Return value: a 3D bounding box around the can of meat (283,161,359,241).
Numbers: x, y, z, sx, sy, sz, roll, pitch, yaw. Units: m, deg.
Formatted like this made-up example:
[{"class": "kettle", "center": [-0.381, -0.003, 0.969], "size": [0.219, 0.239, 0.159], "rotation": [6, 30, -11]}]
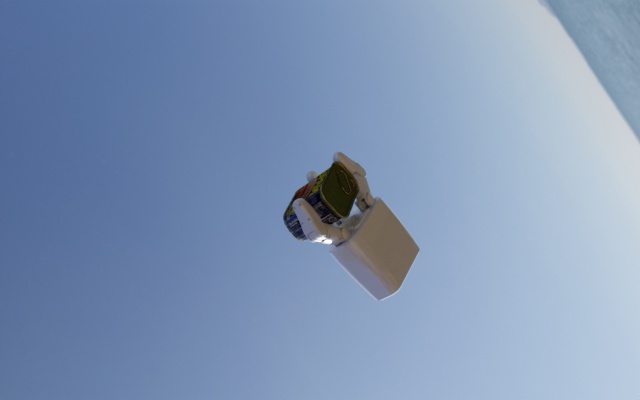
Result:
[{"class": "can of meat", "center": [0.000, 0.002, 0.687], "size": [0.084, 0.057, 0.102], "rotation": [-34, 17, 32]}]
